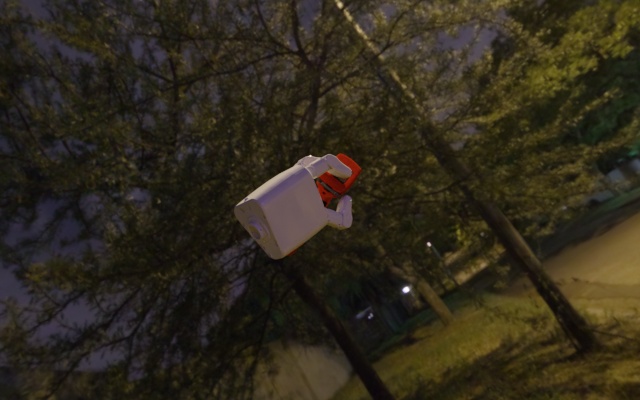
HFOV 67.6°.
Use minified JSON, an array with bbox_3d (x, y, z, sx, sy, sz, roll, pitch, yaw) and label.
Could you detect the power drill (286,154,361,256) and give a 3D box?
[{"bbox_3d":[0.000,0.003,0.894,0.057,0.188,0.184,36,35,2],"label":"power drill"}]
